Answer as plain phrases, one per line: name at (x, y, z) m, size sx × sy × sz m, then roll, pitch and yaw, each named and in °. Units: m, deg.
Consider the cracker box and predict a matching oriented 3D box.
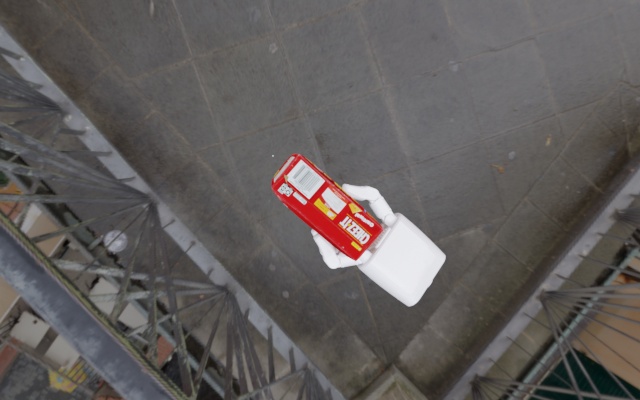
cracker box at (0.000, 0.002, 0.767) m, size 0.164 × 0.072 × 0.213 m, roll 41°, pitch 0°, yaw -8°
